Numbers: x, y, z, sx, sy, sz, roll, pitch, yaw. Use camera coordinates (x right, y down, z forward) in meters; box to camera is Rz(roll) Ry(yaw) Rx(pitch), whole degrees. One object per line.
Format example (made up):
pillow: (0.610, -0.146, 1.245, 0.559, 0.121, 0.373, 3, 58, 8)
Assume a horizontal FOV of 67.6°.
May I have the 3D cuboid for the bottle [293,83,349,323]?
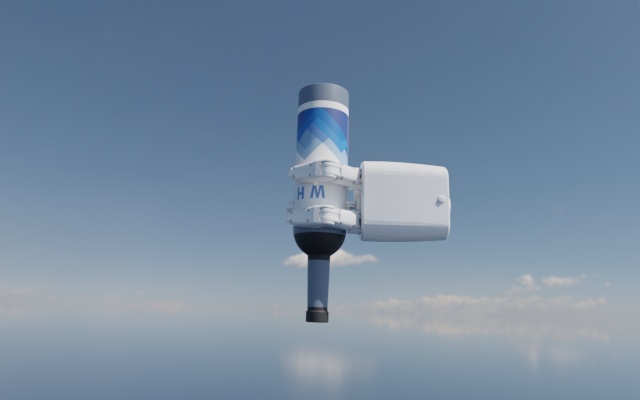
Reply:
bottle: (0.000, 0.002, 0.602, 0.069, 0.295, 0.069, 2, -13, 0)
